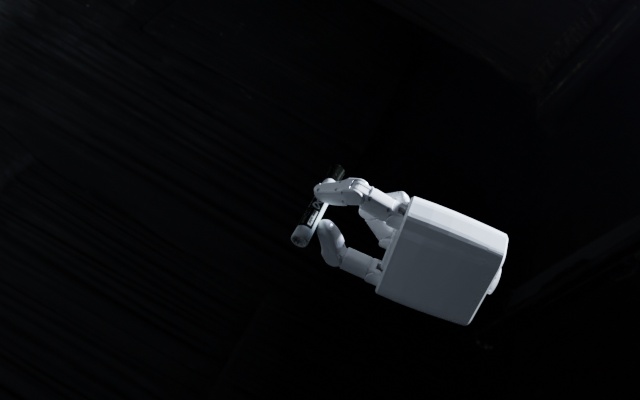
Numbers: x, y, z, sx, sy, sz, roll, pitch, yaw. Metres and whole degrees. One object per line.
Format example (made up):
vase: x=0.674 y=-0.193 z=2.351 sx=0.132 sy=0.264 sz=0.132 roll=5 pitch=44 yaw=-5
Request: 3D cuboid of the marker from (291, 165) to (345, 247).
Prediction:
marker: x=0.000 y=0.002 z=0.530 sx=0.020 sy=0.020 sz=0.121 roll=0 pitch=42 yaw=30
